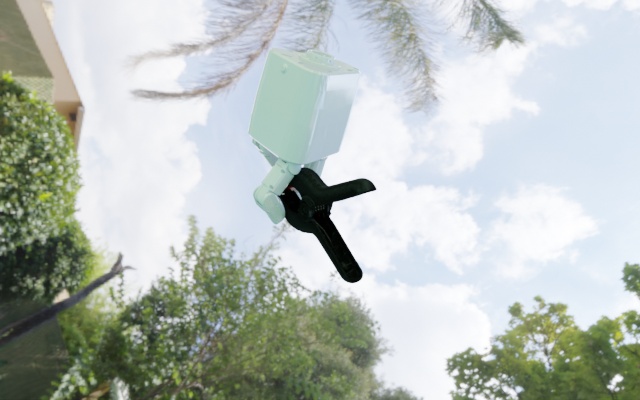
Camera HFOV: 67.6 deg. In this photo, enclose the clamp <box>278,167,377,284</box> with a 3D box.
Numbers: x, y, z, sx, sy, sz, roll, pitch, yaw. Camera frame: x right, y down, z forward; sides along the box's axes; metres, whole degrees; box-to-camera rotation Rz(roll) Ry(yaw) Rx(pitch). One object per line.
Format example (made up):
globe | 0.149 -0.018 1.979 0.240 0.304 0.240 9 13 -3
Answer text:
clamp | 0.000 0.002 0.547 0.039 0.120 0.171 -8 36 -43
